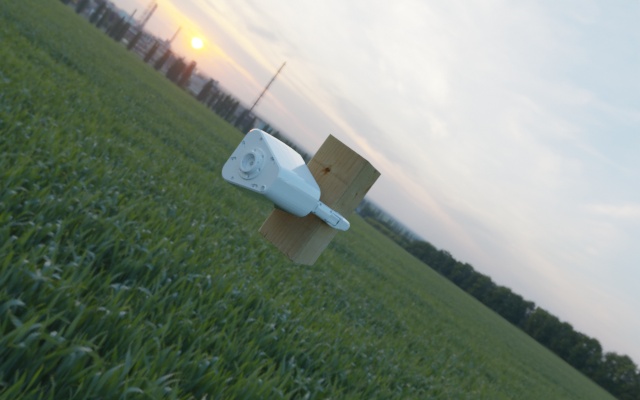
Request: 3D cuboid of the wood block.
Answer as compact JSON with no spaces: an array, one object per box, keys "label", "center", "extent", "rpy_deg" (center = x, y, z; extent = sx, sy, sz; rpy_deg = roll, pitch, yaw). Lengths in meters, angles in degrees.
[{"label":"wood block","center":[0.000,0.003,0.828],"extent":[0.090,0.206,0.090],"rpy_deg":[39,4,23]}]
